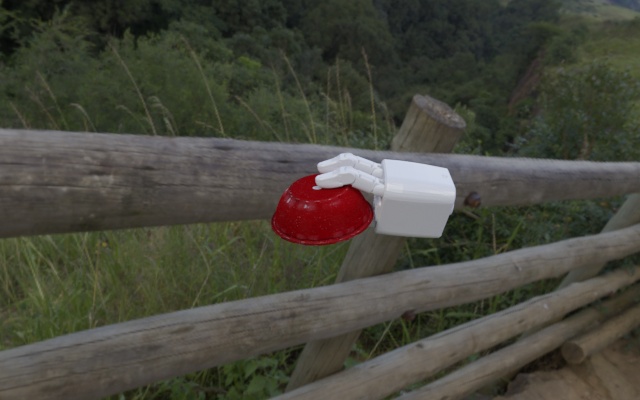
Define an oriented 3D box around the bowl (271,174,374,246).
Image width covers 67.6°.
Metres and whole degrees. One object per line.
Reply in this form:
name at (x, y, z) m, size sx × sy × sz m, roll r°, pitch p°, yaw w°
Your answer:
bowl at (-0.001, 0.002, 0.733) m, size 0.162 × 0.055 × 0.162 m, roll -5°, pitch 29°, yaw 3°
